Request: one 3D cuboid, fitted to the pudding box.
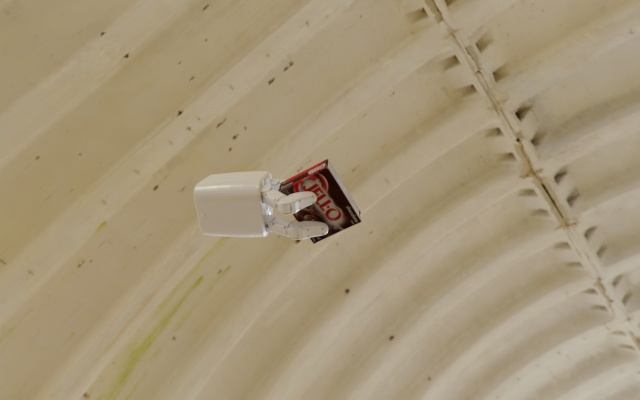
[{"bbox_3d":[0.000,0.002,0.757,0.090,0.113,0.039,-26,27,18],"label":"pudding box"}]
